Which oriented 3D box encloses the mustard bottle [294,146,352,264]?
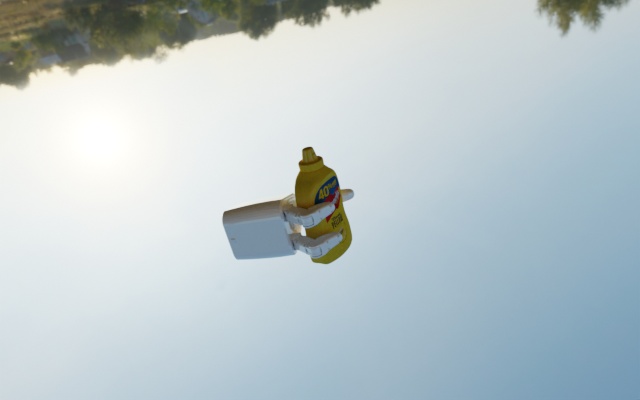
[{"bbox_3d":[0.000,0.003,0.789,0.058,0.192,0.096,4,30,36],"label":"mustard bottle"}]
